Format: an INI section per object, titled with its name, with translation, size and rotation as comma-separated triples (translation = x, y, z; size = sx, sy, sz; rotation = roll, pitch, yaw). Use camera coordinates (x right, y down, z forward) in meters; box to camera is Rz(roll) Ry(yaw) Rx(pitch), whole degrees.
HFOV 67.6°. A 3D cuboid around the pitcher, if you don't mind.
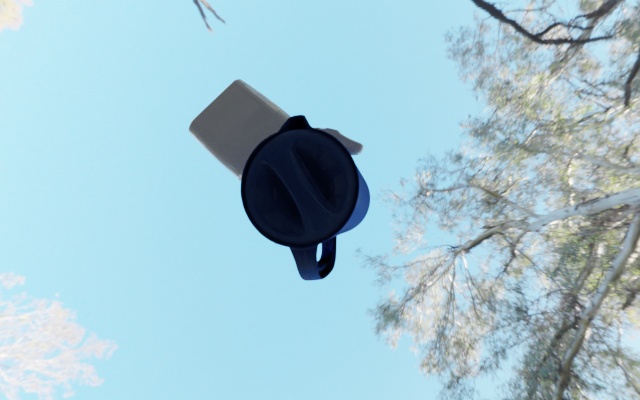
[pitcher]
translation = 0.000, 0.002, 0.627
size = 0.145, 0.149, 0.243
rotation = 39, 5, 12
